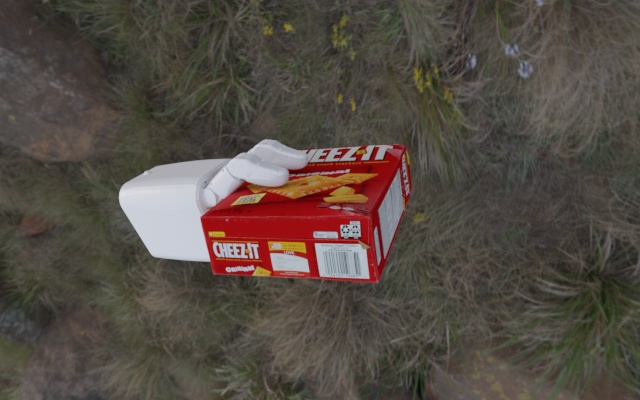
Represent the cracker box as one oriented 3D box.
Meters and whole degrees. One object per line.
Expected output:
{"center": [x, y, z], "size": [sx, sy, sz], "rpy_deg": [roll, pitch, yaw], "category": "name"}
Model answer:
{"center": [0.000, 0.002, 0.511], "size": [0.164, 0.072, 0.213], "rpy_deg": [-1, 23, 19], "category": "cracker box"}
